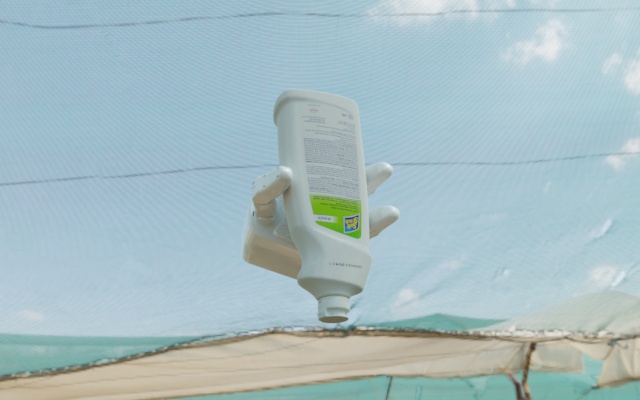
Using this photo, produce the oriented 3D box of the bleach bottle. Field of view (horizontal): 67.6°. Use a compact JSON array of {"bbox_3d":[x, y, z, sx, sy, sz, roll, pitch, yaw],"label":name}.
[{"bbox_3d":[0.000,0.002,0.509,0.102,0.250,0.068,6,-28,-15],"label":"bleach bottle"}]
